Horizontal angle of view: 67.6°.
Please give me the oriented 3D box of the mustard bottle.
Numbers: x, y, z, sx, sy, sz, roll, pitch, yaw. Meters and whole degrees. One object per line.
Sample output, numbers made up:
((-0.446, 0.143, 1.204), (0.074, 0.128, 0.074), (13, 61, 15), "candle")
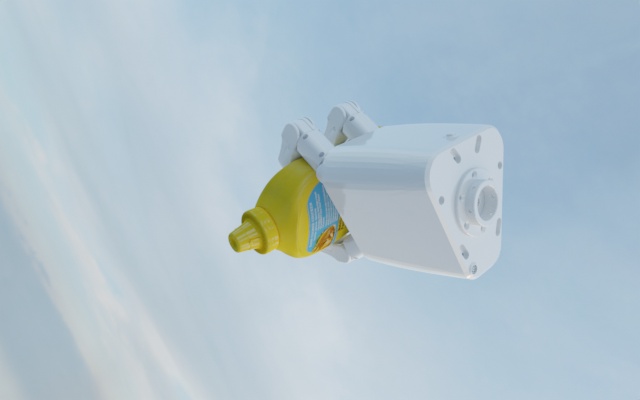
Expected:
((0.000, 0.001, 0.448), (0.191, 0.096, 0.058), (-26, 45, -34), "mustard bottle")
